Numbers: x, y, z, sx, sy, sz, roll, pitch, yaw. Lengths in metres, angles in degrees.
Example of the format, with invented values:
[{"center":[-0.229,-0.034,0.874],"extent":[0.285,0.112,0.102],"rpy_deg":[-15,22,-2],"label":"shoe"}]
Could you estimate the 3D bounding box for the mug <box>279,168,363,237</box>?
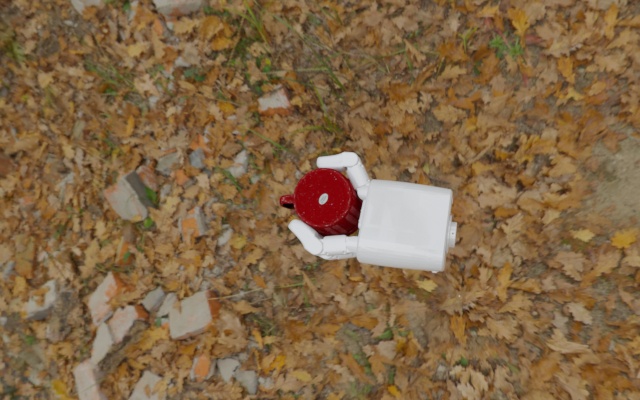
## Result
[{"center":[-0.001,0.002,0.658],"extent":[0.117,0.093,0.081],"rpy_deg":[4,-10,15],"label":"mug"}]
